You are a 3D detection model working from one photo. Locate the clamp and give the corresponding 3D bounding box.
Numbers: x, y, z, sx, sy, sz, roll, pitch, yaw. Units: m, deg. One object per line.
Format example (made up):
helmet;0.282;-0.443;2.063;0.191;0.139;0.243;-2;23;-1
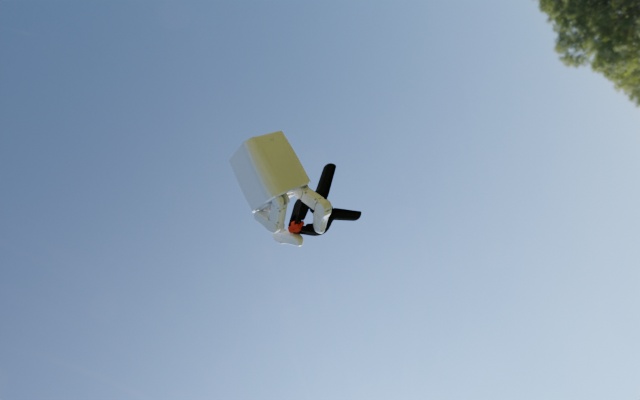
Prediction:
clamp;0.000;0.003;0.864;0.039;0.120;0.171;-30;-4;43
